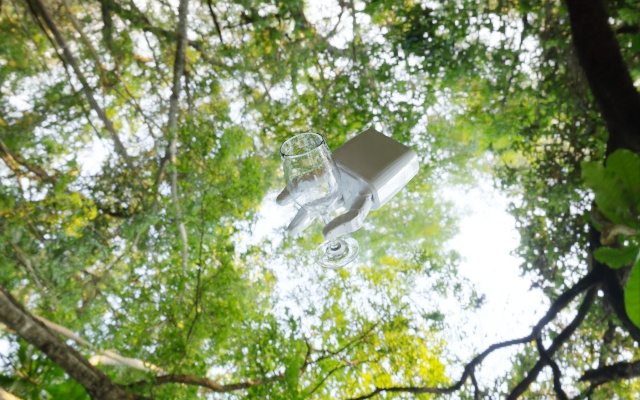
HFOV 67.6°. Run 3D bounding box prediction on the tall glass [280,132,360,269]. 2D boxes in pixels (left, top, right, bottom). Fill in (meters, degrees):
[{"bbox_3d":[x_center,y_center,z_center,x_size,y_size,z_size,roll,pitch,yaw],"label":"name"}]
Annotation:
[{"bbox_3d":[0.000,0.003,0.695,0.079,0.201,0.079,-12,35,9],"label":"tall glass"}]
